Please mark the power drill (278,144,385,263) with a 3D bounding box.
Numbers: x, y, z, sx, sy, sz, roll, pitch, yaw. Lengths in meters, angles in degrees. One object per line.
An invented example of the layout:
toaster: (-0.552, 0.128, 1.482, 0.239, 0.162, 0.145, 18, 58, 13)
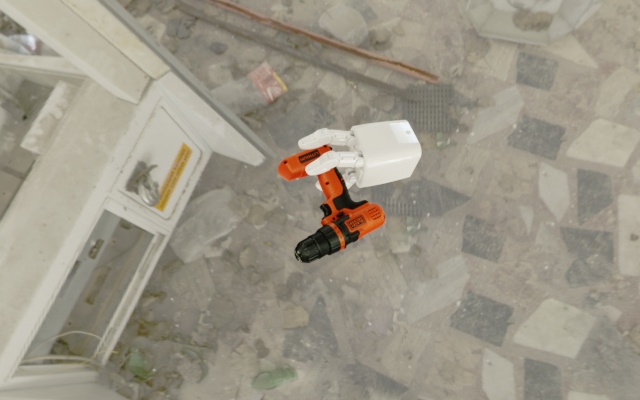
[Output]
power drill: (0.000, 0.002, 0.850, 0.184, 0.187, 0.057, -25, -14, -27)
